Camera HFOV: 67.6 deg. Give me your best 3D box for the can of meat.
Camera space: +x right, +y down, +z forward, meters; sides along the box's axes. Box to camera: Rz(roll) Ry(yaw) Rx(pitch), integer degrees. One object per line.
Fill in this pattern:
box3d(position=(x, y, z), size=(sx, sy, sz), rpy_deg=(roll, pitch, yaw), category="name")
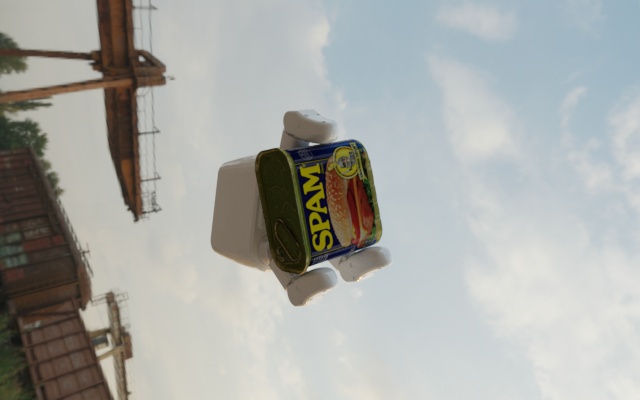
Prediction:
box3d(position=(0.000, 0.001, 0.405), size=(0.084, 0.102, 0.057), rpy_deg=(-14, 6, -34), category="can of meat")
